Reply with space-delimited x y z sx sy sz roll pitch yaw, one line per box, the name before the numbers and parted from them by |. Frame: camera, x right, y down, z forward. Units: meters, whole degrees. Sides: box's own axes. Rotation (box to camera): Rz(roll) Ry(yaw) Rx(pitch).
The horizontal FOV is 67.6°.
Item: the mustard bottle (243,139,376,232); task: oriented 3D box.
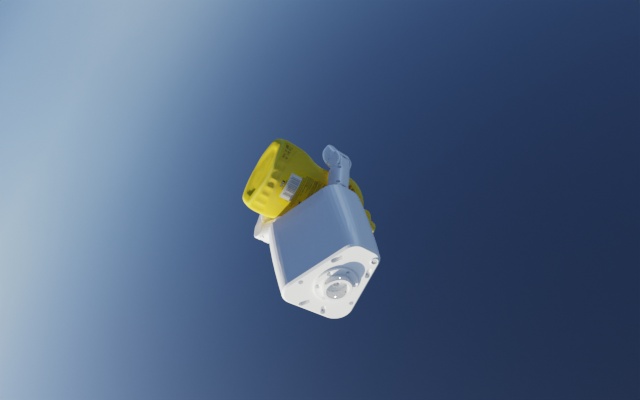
mustard bottle | 0.000 0.002 0.636 0.192 0.096 0.058 28 2 -29
